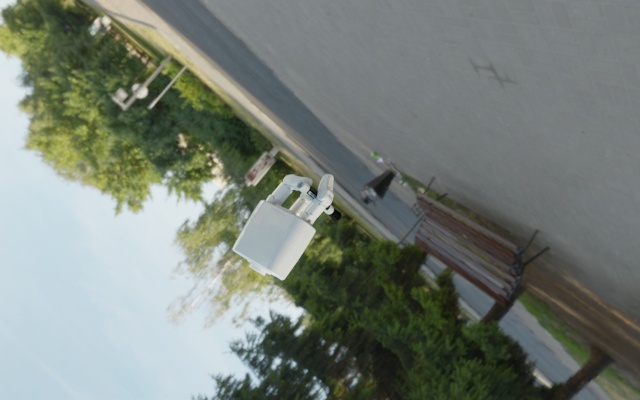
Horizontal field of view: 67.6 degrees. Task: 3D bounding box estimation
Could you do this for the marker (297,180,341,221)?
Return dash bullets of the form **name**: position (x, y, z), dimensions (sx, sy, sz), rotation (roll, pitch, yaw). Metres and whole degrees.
- **marker**: position (0.000, 0.003, 0.862), dimensions (0.020, 0.020, 0.121), rotation (0, -31, 41)
